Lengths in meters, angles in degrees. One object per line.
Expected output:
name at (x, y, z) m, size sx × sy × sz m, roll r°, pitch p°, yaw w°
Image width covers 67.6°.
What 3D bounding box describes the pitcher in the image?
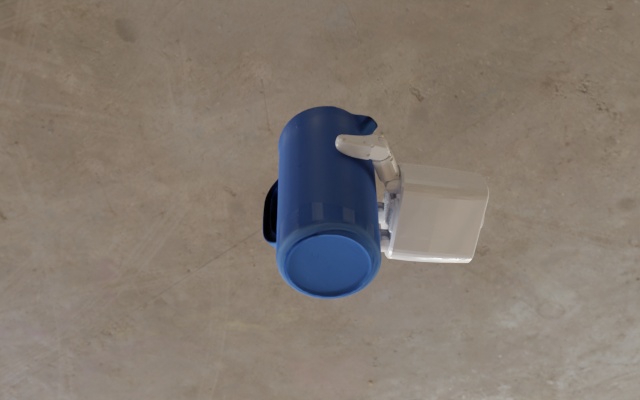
pitcher at (0.000, 0.002, 0.580) m, size 0.145 × 0.149 × 0.242 m, roll 5°, pitch 36°, yaw -4°
